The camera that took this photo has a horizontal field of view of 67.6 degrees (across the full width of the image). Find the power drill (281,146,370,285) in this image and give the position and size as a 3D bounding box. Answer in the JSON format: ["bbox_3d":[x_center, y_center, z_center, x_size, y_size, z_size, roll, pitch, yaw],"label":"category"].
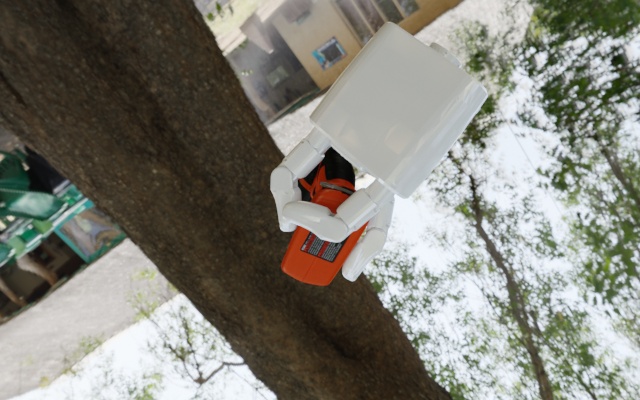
[{"bbox_3d":[0.000,0.002,0.521,0.057,0.184,0.187,20,31,-11],"label":"power drill"}]
